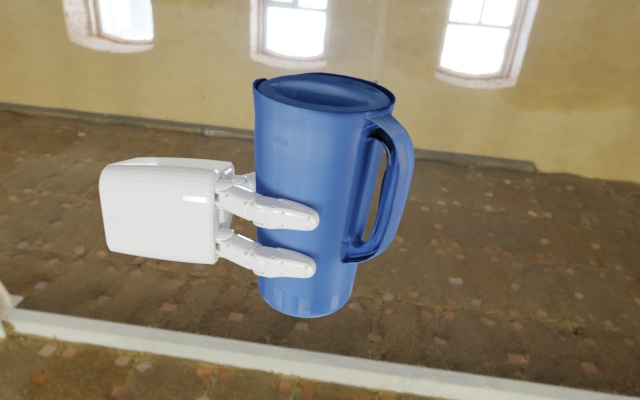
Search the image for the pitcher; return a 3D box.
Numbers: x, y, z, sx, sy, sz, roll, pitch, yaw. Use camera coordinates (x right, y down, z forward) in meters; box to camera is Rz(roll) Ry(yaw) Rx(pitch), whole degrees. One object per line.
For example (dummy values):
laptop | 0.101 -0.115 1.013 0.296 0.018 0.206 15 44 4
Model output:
pitcher | 0.000 0.002 0.488 0.145 0.243 0.149 4 28 -2
